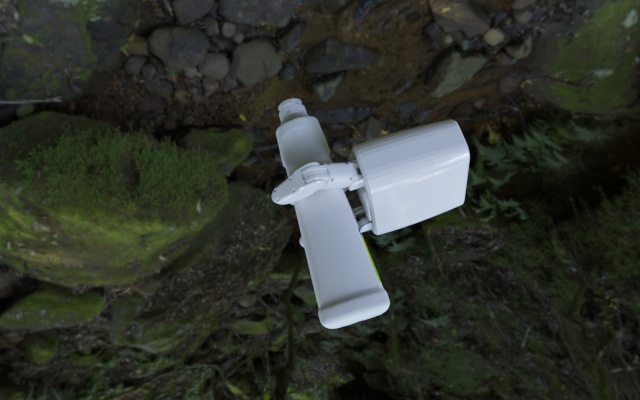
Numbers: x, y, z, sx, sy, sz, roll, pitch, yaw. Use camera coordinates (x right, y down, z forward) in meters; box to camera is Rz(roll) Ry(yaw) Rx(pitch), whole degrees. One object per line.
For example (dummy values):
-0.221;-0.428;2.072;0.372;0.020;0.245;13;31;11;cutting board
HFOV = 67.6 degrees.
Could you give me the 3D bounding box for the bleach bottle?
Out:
0.000;0.002;0.501;0.068;0.250;0.103;-18;-18;0;bleach bottle
